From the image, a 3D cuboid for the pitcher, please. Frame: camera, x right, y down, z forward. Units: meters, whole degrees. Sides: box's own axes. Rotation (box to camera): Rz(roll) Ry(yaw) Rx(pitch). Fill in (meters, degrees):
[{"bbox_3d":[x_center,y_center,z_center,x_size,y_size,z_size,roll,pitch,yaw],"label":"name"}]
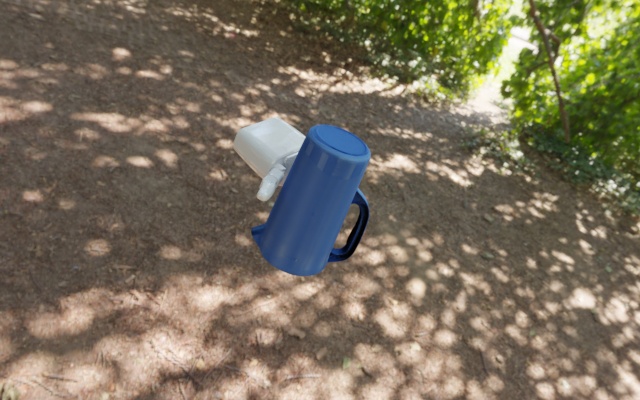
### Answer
[{"bbox_3d":[0.000,0.003,0.812,0.145,0.243,0.149,41,34,26],"label":"pitcher"}]
